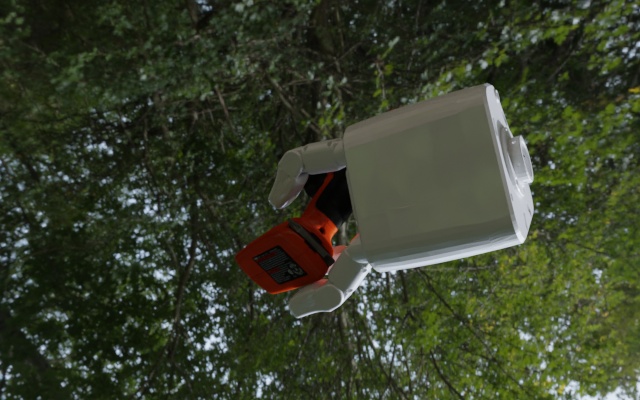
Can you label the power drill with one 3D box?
[{"bbox_3d":[0.000,0.002,0.466,0.187,0.057,0.184,-53,12,-34],"label":"power drill"}]
